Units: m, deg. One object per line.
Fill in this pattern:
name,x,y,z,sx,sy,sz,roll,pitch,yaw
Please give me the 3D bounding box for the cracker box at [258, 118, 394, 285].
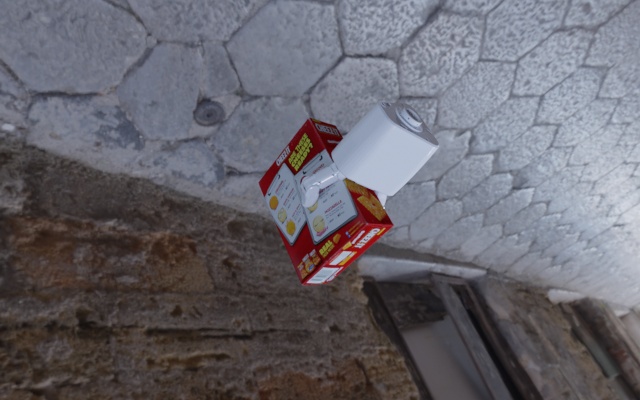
cracker box,0.000,0.003,0.768,0.072,0.213,0.164,7,-44,-43
